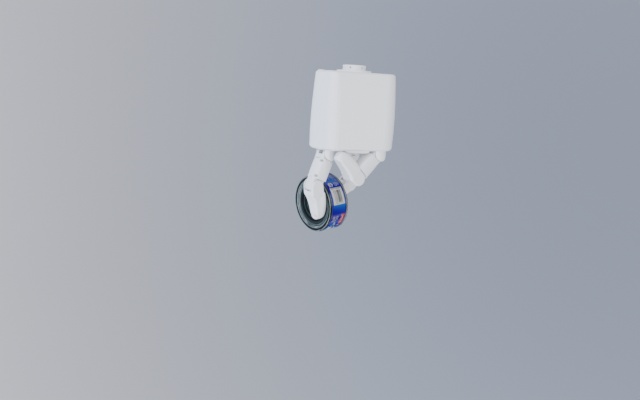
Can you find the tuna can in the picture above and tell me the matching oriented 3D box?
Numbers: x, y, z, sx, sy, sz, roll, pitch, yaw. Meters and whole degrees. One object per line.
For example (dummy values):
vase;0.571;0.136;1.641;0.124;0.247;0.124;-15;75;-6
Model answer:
tuna can;0.000;0.002;0.714;0.034;0.086;0.086;-12;8;-39
